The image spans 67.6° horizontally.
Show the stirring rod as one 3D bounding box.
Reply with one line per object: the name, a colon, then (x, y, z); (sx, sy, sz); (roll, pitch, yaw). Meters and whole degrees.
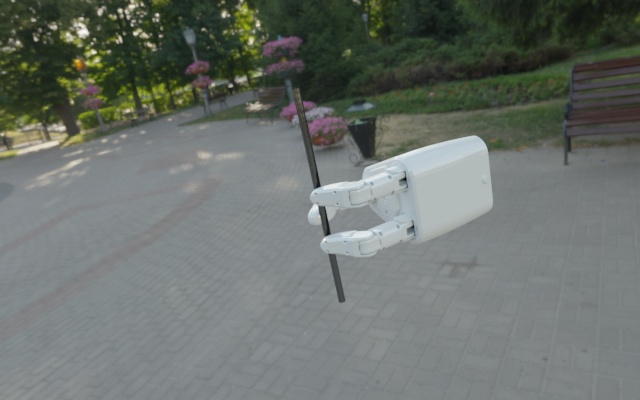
stirring rod: (0.000, 0.002, 0.505); (0.011, 0.239, 0.011); (-11, 17, 4)
